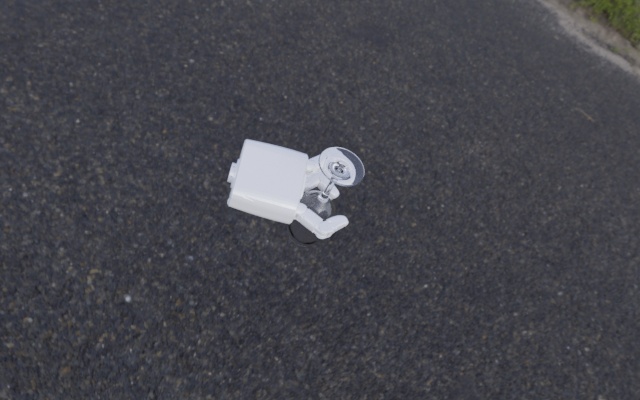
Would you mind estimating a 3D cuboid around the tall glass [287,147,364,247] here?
[{"bbox_3d":[0.000,0.002,0.798,0.079,0.079,0.201,0,-34,-22],"label":"tall glass"}]
